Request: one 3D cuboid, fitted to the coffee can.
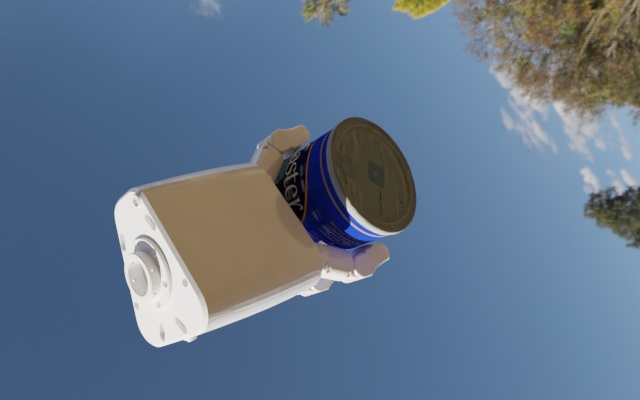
[{"bbox_3d":[0.000,0.001,0.436,0.103,0.102,0.140,0,-20,-45],"label":"coffee can"}]
